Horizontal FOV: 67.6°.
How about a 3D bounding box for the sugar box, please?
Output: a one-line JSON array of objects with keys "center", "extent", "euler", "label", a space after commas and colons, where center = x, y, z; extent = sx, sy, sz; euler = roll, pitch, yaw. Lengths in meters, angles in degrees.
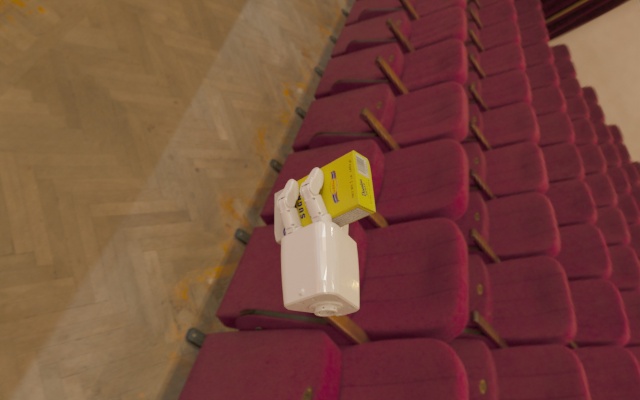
[{"center": [0.000, 0.002, 0.737], "extent": [0.176, 0.093, 0.048], "euler": [-25, -35, 34], "label": "sugar box"}]
